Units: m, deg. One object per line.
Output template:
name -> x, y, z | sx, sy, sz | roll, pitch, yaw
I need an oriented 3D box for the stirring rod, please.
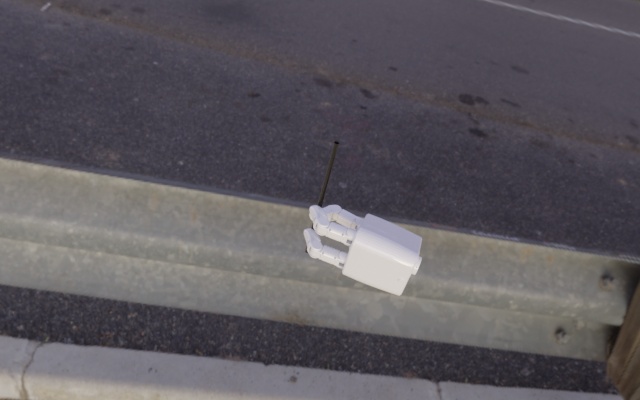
stirring rod -> 0.000, 0.003, 0.811 | 0.011, 0.240, 0.011 | 9, 38, -7
